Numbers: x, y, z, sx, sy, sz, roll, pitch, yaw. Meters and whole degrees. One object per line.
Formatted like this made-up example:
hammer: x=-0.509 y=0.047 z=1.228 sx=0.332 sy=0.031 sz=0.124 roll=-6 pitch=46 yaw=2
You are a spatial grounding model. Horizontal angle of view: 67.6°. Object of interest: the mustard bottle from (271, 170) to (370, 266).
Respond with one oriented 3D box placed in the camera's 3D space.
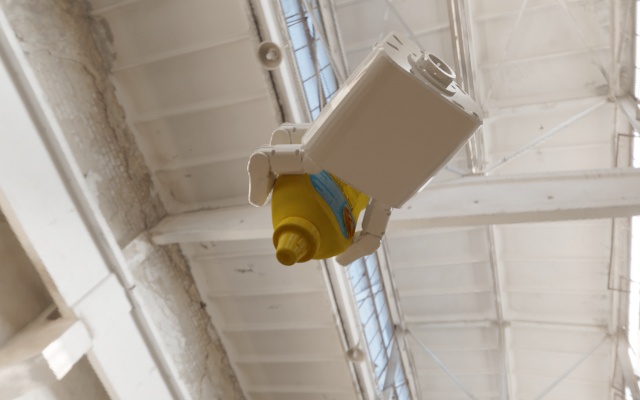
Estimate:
mustard bottle: x=0.000 y=0.002 z=0.466 sx=0.058 sy=0.096 sz=0.191 roll=-21 pitch=19 yaw=27
